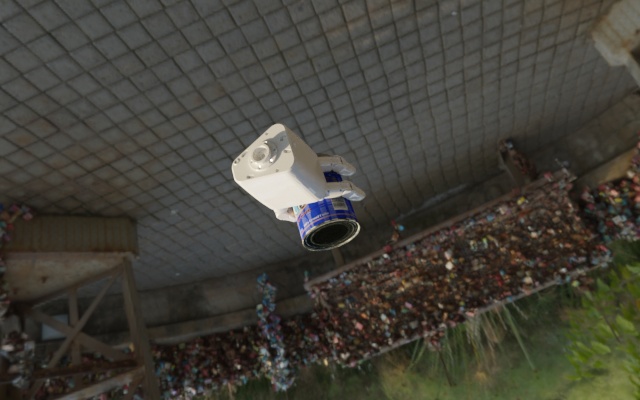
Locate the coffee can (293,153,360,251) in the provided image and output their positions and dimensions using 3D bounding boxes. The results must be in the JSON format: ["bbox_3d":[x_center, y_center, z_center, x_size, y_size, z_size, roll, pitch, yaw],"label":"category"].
[{"bbox_3d":[0.000,0.003,0.844,0.103,0.140,0.103,-14,-31,-8],"label":"coffee can"}]
